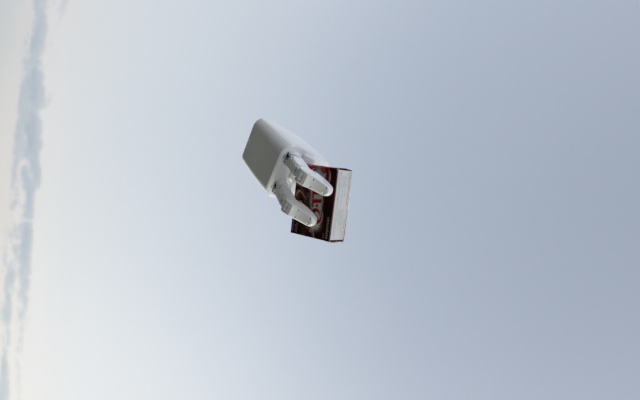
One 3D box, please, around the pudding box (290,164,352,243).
[{"bbox_3d":[0.000,0.002,0.737,0.039,0.113,0.090,1,6,-43],"label":"pudding box"}]
